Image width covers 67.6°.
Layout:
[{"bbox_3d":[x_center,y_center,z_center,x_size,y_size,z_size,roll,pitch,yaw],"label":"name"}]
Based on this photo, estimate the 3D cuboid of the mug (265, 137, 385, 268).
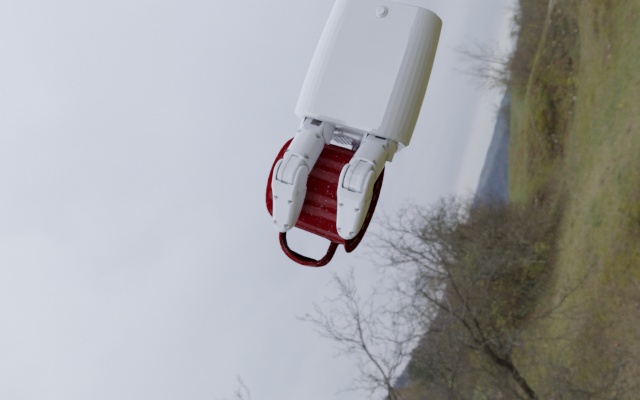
[{"bbox_3d":[-0.001,0.003,0.429,0.081,0.117,0.093,19,-1,17],"label":"mug"}]
